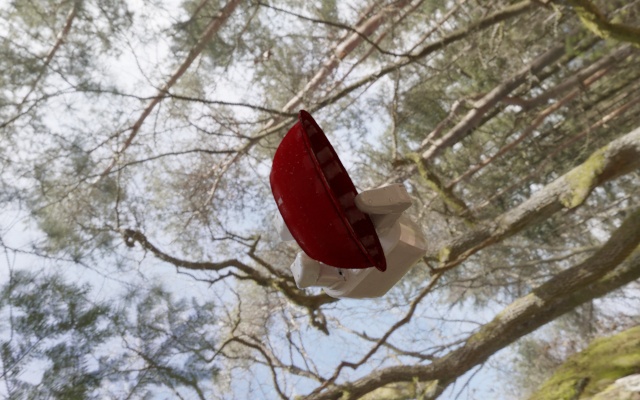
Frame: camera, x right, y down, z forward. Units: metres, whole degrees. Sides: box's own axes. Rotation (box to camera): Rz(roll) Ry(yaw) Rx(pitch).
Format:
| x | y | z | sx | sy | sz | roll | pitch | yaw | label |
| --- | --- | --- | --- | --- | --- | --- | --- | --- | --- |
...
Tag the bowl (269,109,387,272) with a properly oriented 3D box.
| x | y | z | sx | sy | sz | roll | pitch | yaw | label |
| --- | --- | --- | --- | --- | --- | --- | --- | --- | --- |
| -0.001 | 0.001 | 0.433 | 0.055 | 0.162 | 0.162 | -27 | -5 | 10 | bowl |
